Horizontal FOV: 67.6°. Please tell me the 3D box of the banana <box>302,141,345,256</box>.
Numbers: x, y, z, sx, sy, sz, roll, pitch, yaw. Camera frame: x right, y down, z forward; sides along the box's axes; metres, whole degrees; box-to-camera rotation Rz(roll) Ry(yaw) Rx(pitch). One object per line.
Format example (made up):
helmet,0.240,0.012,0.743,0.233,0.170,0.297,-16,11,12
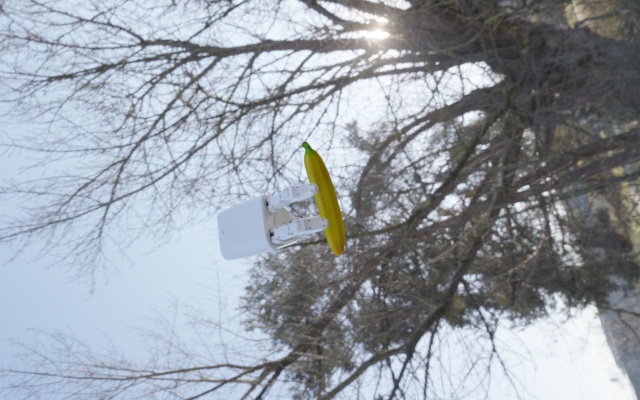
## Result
banana,0.005,-0.004,0.815,0.037,0.198,0.069,-17,6,21
